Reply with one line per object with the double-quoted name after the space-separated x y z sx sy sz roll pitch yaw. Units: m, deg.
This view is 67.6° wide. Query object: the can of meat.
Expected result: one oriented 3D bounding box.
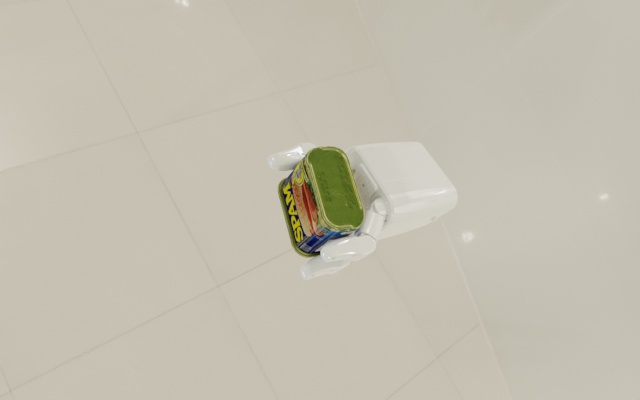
0.000 0.002 0.530 0.057 0.102 0.084 -6 -21 -28 "can of meat"
